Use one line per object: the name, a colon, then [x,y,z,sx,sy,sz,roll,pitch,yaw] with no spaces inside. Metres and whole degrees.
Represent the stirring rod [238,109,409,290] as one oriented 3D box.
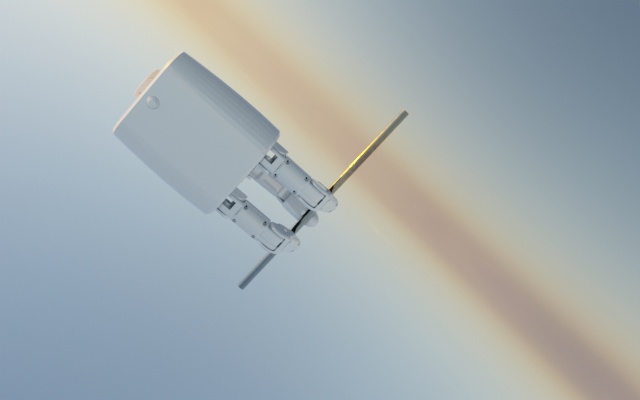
stirring rod: [0.000,0.001,0.473,0.011,0.239,0.011,42,7,-7]
